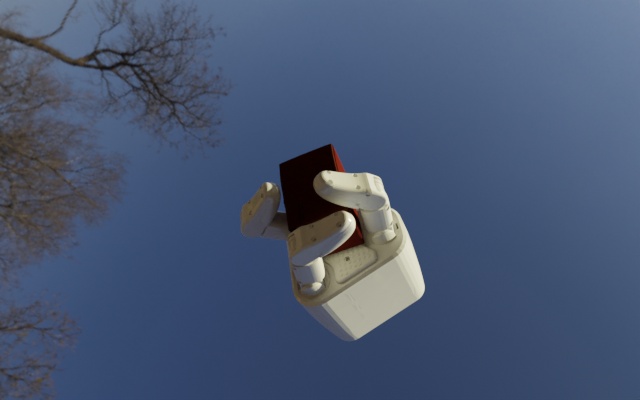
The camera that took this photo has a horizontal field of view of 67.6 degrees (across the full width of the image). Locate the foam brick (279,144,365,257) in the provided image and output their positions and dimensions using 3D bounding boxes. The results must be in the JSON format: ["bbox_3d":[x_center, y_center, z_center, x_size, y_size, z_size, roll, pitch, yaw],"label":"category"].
[{"bbox_3d":[0.000,0.001,0.416,0.053,0.078,0.051,-19,-40,10],"label":"foam brick"}]
